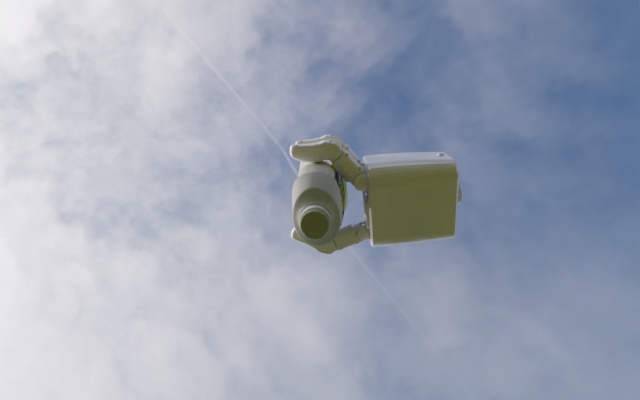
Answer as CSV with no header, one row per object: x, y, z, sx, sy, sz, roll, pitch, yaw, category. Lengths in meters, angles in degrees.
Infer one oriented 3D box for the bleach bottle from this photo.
0.000,0.002,0.583,0.068,0.102,0.250,-6,14,4,bleach bottle
